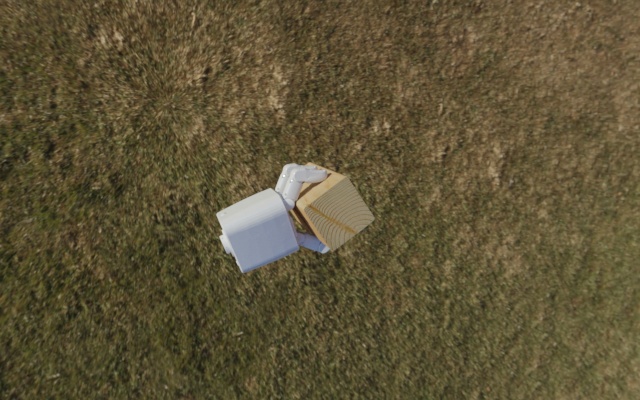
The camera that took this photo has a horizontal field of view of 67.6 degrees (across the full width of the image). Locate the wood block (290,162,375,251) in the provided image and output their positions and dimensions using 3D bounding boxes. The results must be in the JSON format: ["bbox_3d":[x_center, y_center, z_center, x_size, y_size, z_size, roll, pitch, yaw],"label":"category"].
[{"bbox_3d":[0.000,0.003,0.844,0.090,0.091,0.206,-37,19,-8],"label":"wood block"}]
